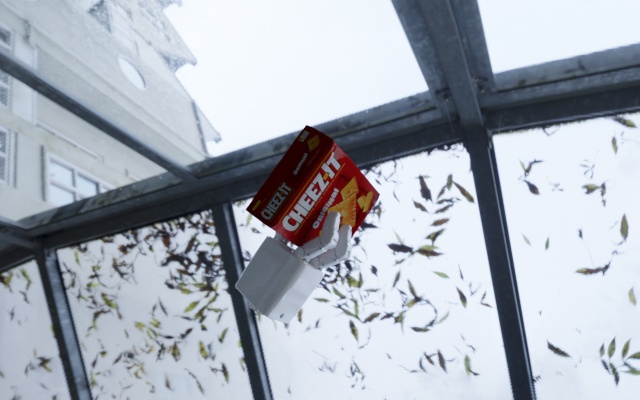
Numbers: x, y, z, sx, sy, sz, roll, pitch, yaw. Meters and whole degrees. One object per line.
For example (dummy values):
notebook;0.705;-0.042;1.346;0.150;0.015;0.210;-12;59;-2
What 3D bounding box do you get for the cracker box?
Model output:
cracker box;0.000;0.003;0.795;0.072;0.164;0.214;32;-5;35
